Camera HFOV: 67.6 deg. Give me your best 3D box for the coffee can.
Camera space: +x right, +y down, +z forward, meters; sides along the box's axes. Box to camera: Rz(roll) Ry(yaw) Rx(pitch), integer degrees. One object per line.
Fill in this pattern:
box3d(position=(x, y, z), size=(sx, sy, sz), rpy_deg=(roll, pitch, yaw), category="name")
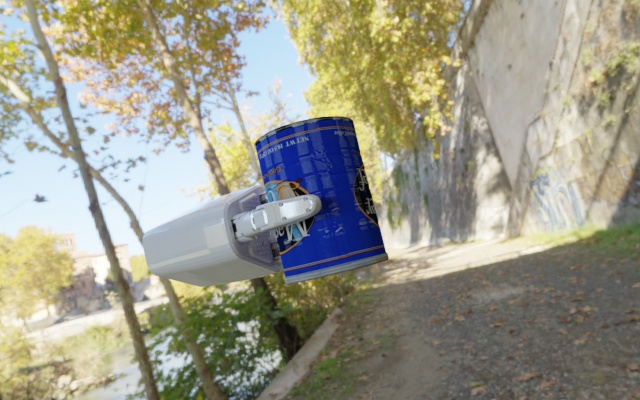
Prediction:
box3d(position=(0.000, 0.002, 0.469), size=(0.103, 0.140, 0.103), rpy_deg=(-13, -7, -2), category="coffee can")
